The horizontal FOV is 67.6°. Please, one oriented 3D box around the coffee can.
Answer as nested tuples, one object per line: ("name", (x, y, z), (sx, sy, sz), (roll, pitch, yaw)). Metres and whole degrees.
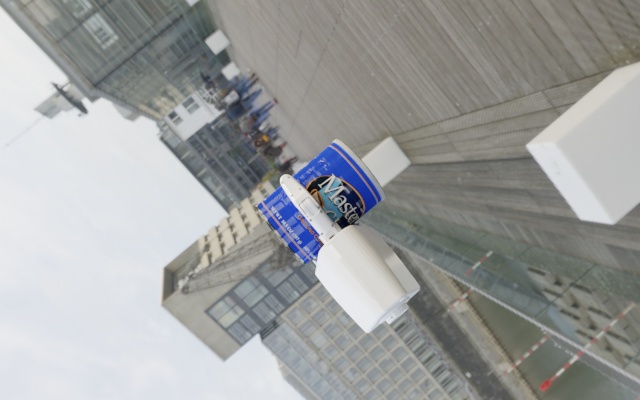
("coffee can", (0.000, 0.002, 0.633), (0.140, 0.103, 0.103), (-40, 2, -3))
